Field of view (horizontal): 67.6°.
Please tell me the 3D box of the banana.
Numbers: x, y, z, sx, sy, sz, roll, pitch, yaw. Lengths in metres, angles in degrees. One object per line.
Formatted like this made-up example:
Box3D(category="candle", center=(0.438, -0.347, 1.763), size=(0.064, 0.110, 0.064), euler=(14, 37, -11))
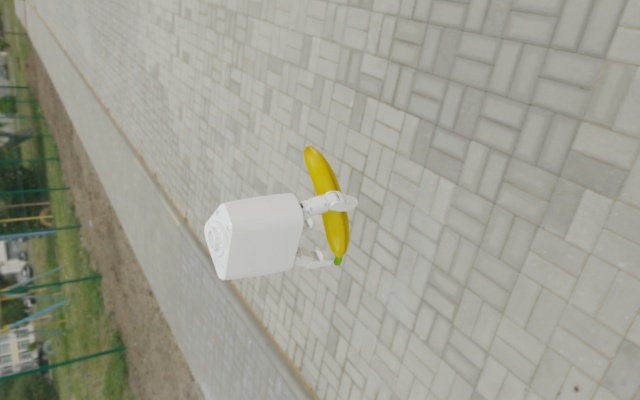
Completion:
Box3D(category="banana", center=(0.009, 0.001, 0.736), size=(0.037, 0.197, 0.069), euler=(-8, -9, -29))
